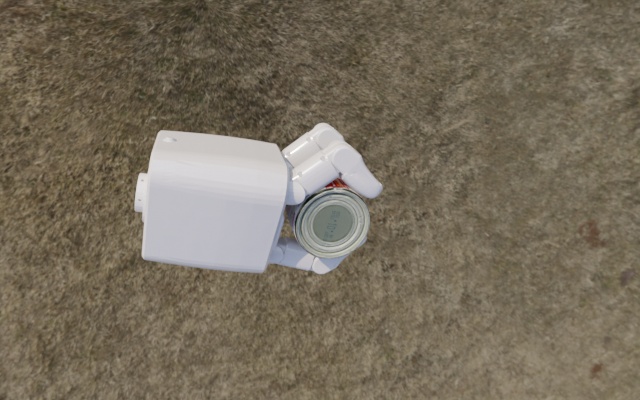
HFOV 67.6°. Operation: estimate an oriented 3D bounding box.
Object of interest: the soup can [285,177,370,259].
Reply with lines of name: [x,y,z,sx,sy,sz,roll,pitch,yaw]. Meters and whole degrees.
soup can: [0.001,0.002,0.446,0.068,0.068,0.102,0,22,-14]
